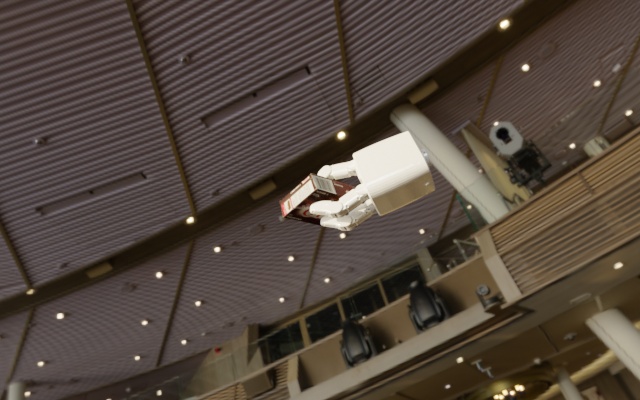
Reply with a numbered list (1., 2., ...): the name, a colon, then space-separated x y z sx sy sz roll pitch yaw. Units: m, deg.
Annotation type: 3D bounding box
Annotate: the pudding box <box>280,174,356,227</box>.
1. pudding box: 0.000 0.003 0.830 0.113 0.039 0.090 17 -46 -41
